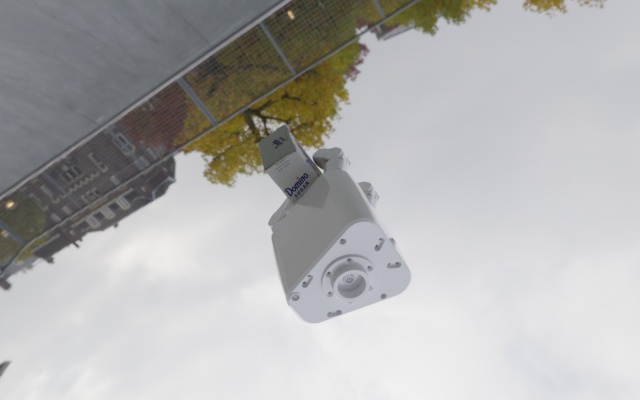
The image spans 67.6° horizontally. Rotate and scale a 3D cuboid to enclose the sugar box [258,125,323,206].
[{"bbox_3d":[0.001,0.002,0.549,0.048,0.176,0.093,-34,27,5],"label":"sugar box"}]
